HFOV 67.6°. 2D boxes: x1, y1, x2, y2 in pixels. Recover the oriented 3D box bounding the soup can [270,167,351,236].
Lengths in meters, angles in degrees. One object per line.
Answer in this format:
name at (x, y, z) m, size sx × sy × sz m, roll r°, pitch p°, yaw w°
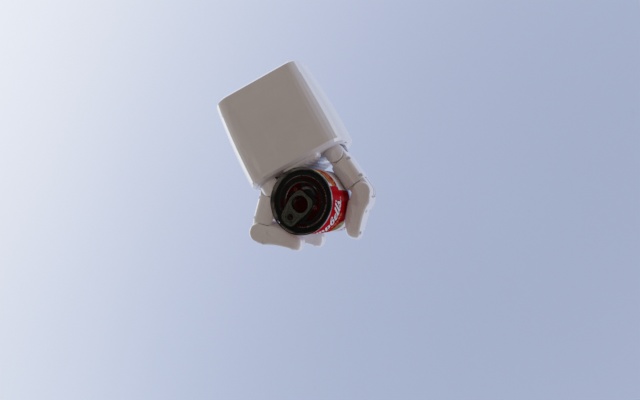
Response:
soup can at (0.001, 0.002, 0.514) m, size 0.068 × 0.068 × 0.102 m, roll 0°, pitch -1°, yaw 23°
